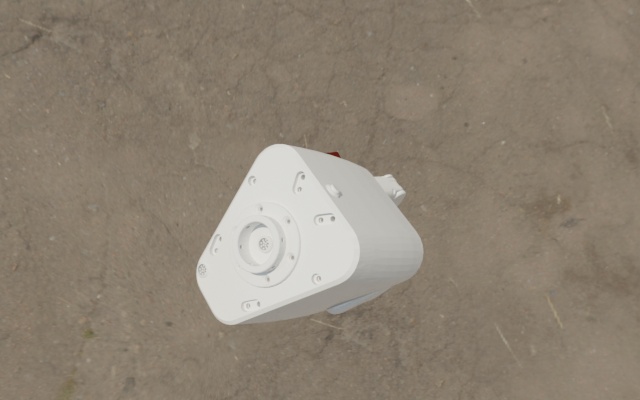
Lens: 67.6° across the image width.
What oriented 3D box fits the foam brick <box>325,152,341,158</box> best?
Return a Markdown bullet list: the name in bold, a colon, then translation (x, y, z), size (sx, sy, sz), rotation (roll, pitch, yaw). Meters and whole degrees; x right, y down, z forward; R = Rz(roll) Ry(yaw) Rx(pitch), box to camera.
- **foam brick**: translation (0.000, 0.001, 0.443), size (0.051, 0.078, 0.053), rotation (-9, -33, -21)
